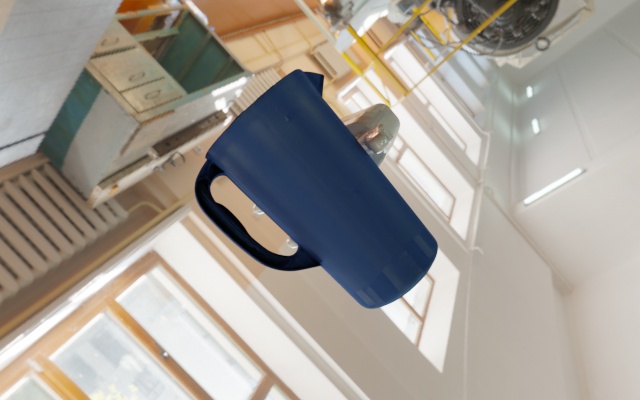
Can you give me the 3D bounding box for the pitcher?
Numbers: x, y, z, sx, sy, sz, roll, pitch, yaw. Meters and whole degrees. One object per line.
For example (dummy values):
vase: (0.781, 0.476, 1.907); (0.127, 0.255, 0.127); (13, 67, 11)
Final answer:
pitcher: (0.000, 0.002, 0.500); (0.149, 0.243, 0.145); (-38, 7, 31)
